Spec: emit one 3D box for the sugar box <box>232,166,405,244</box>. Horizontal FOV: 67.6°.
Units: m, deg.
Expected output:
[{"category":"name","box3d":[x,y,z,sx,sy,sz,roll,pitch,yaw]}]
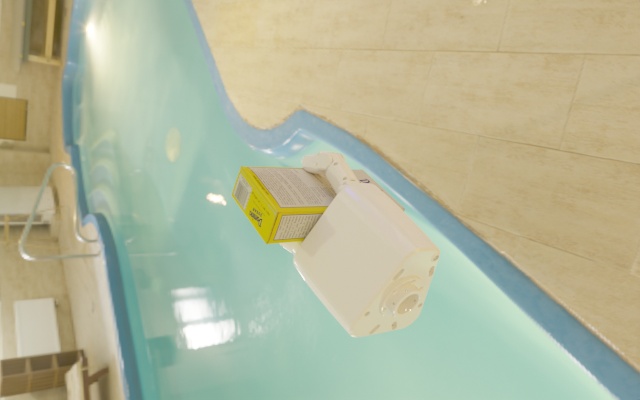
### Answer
[{"category":"sugar box","box3d":[0.000,0.002,0.539,0.176,0.048,0.093,2,33,-38]}]
